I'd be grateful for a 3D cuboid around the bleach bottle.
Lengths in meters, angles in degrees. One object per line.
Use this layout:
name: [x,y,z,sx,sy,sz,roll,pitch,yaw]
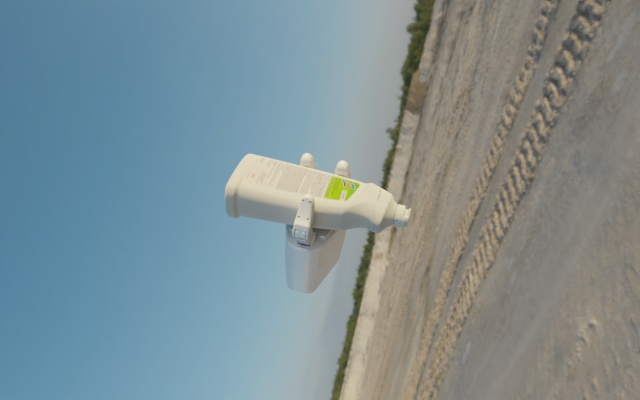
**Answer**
bleach bottle: [0.000,0.002,0.679,0.251,0.068,0.102,13,42,8]
